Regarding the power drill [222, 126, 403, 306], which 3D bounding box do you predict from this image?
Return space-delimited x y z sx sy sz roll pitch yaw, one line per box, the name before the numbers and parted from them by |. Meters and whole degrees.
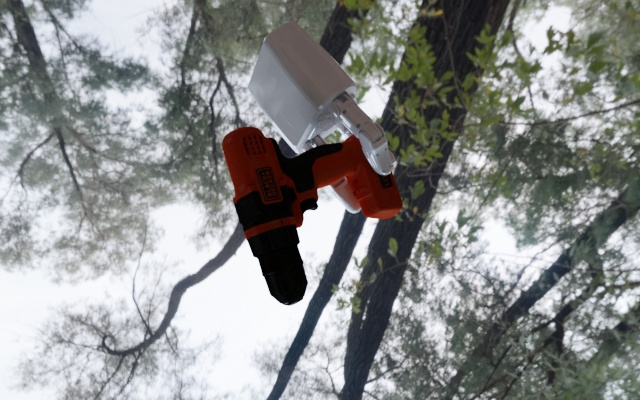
power drill | 0.000 0.001 0.516 0.187 0.184 0.057 -13 -7 -36
